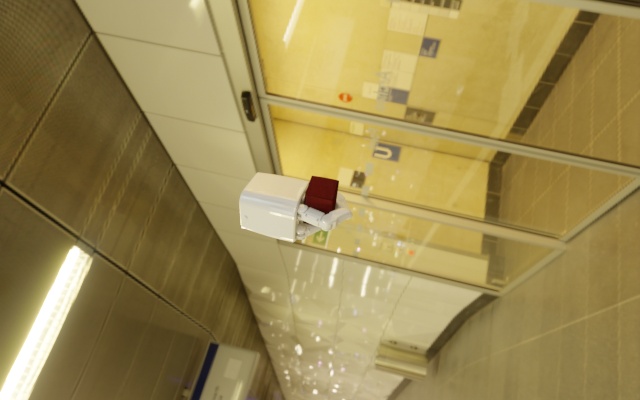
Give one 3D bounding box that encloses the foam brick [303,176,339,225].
[{"bbox_3d":[0.000,0.003,0.859,0.051,0.078,0.053,13,46,6],"label":"foam brick"}]
